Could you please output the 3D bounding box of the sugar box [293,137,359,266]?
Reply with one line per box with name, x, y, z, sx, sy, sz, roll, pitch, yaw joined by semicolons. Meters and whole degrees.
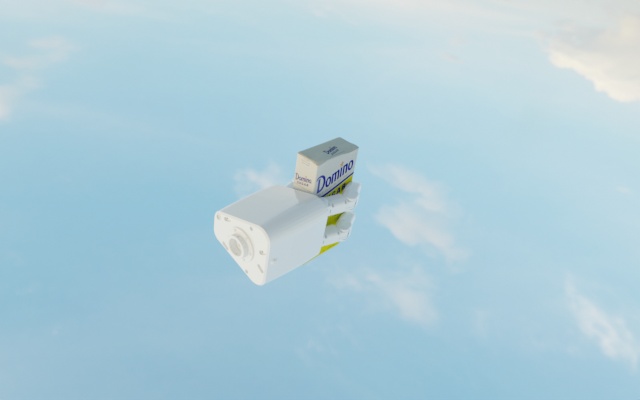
sugar box;0.000;0.003;0.704;0.048;0.176;0.093;33;39;28
